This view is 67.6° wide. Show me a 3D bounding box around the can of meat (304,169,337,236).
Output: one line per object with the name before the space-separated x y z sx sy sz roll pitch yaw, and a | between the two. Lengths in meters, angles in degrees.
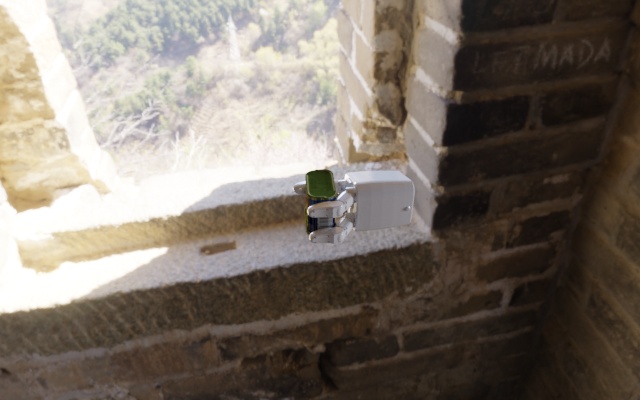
can of meat | 0.000 0.002 0.862 0.057 0.084 0.102 -2 34 -4
